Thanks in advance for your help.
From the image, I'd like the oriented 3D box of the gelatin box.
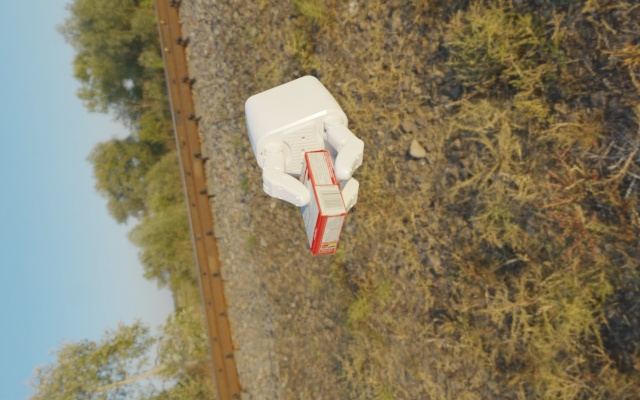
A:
[{"bbox_3d":[0.000,0.002,0.513,0.030,0.089,0.073,-5,-37,-14],"label":"gelatin box"}]
